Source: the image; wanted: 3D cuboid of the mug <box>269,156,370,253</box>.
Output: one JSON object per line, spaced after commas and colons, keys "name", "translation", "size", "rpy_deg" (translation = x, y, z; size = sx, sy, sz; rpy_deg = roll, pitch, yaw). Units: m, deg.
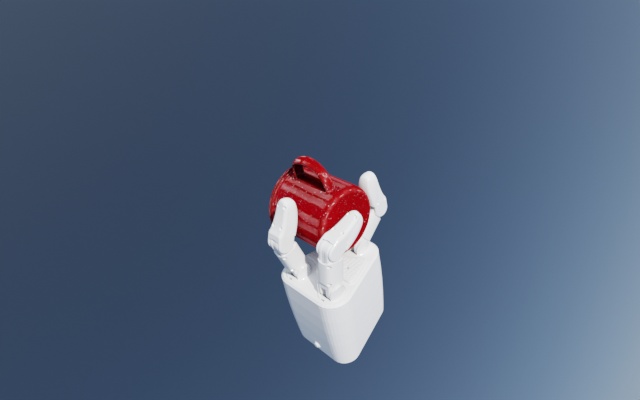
{"name": "mug", "translation": [0.000, 0.001, 0.539], "size": [0.093, 0.117, 0.081], "rpy_deg": [-37, 42, -29]}
